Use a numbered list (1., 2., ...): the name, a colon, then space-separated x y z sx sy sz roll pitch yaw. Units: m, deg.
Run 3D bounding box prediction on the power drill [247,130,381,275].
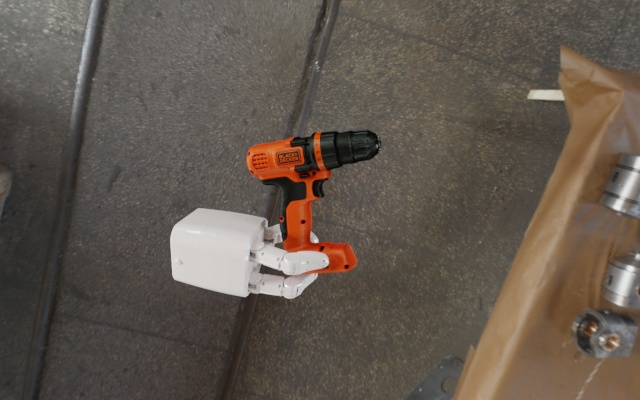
1. power drill: 0.000 0.003 0.649 0.184 0.187 0.057 -6 7 18
